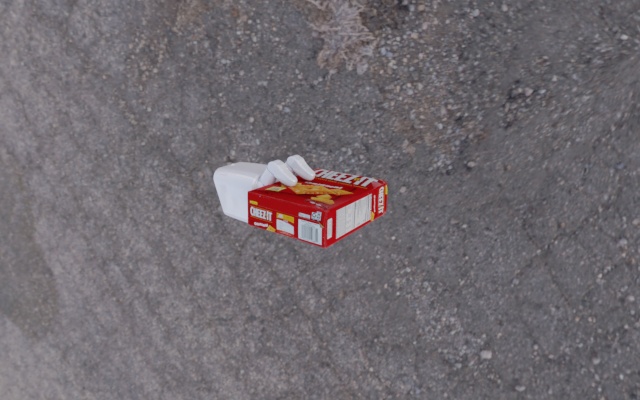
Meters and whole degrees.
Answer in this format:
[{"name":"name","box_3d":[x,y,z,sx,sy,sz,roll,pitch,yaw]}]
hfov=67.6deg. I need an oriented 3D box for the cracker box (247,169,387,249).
[{"name":"cracker box","box_3d":[0.000,0.003,0.856,0.164,0.072,0.213,14,22,31]}]
